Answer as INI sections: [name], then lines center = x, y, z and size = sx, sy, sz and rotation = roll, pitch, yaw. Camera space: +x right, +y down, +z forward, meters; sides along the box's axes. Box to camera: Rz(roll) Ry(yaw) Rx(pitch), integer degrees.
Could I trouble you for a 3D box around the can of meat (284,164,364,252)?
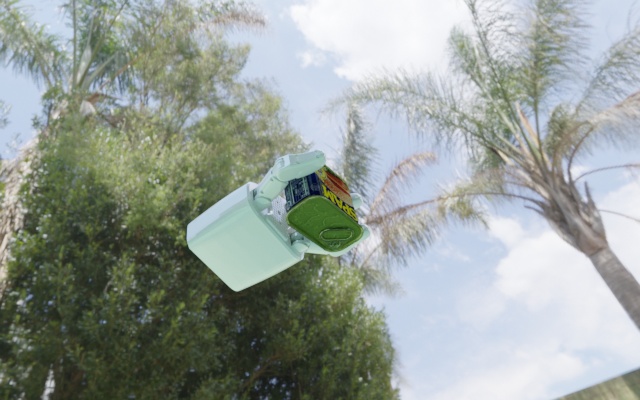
[can of meat]
center = 0.000, 0.002, 0.585
size = 0.057, 0.083, 0.102
rotation = -34, -48, 21
